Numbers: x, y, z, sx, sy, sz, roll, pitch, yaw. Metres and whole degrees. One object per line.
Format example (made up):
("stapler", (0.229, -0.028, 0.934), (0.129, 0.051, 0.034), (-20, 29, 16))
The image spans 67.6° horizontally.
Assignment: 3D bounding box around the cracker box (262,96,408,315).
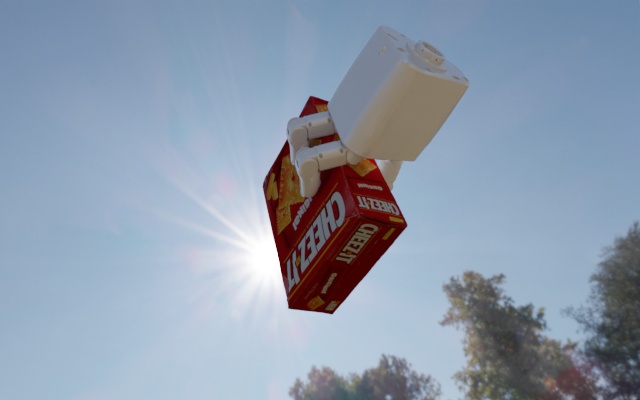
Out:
("cracker box", (0.000, 0.002, 0.584), (0.072, 0.164, 0.213), (12, 39, -28))
